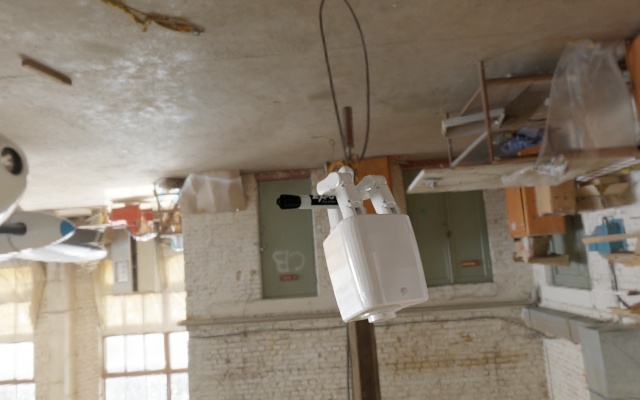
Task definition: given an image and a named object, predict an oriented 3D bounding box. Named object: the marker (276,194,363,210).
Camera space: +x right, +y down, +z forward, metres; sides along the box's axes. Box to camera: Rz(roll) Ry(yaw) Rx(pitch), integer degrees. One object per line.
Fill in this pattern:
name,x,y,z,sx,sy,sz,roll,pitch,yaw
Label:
marker,0.000,0.002,0.605,0.121,0.020,0.020,0,0,-32
